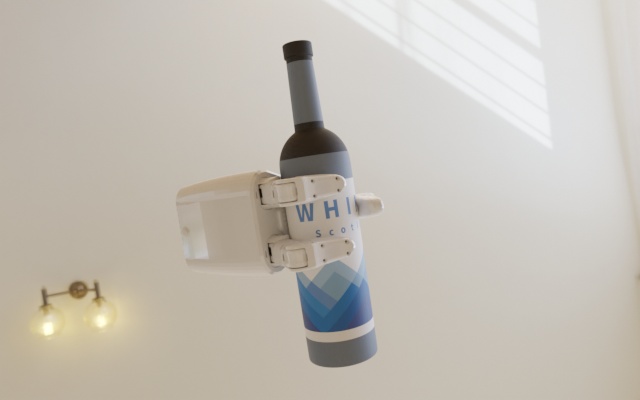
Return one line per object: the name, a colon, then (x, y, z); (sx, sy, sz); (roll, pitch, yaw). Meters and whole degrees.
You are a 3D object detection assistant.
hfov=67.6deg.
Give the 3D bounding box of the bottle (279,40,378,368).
bottle: (0.000, 0.002, 0.448); (0.069, 0.296, 0.069); (-9, 4, 1)
